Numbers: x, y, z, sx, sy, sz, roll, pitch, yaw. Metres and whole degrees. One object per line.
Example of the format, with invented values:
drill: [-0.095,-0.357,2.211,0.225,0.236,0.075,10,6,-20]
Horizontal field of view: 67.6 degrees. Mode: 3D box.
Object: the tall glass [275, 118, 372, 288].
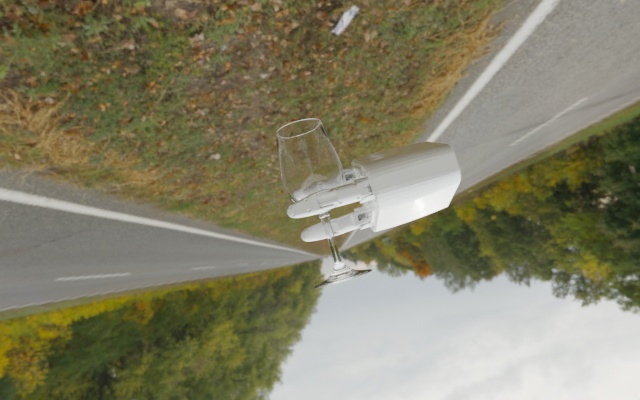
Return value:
tall glass: [0.000,0.003,0.597,0.079,0.201,0.079,-17,-6,-2]
